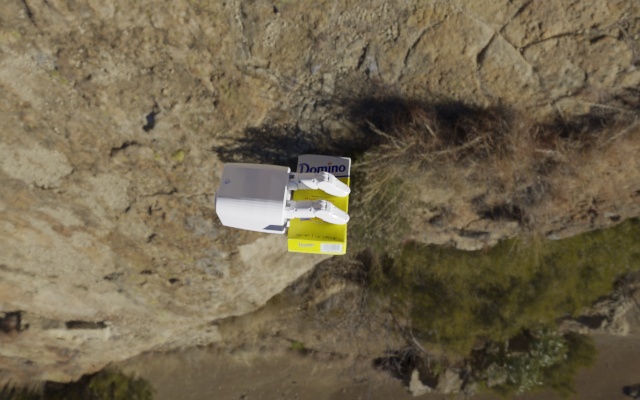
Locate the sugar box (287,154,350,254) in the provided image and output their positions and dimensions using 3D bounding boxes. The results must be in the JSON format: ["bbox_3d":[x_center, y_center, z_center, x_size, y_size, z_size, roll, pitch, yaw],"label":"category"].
[{"bbox_3d":[0.000,0.002,0.796,0.093,0.176,0.048,4,-33,1],"label":"sugar box"}]
